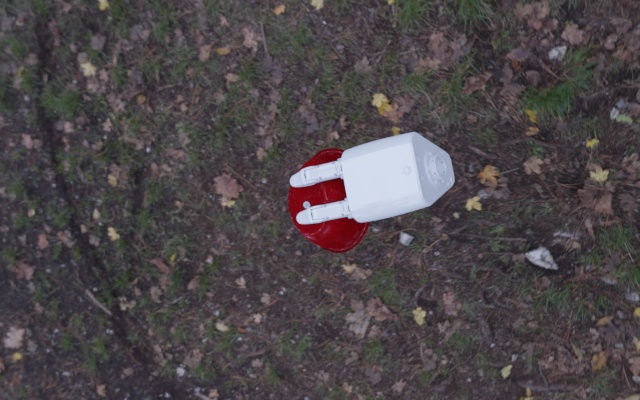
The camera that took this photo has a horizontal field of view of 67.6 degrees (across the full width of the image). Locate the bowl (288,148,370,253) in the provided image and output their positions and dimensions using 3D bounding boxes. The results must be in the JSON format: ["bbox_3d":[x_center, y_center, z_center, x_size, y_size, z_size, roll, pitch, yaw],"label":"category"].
[{"bbox_3d":[-0.001,0.003,0.714,0.055,0.162,0.162,-6,4,-41],"label":"bowl"}]
